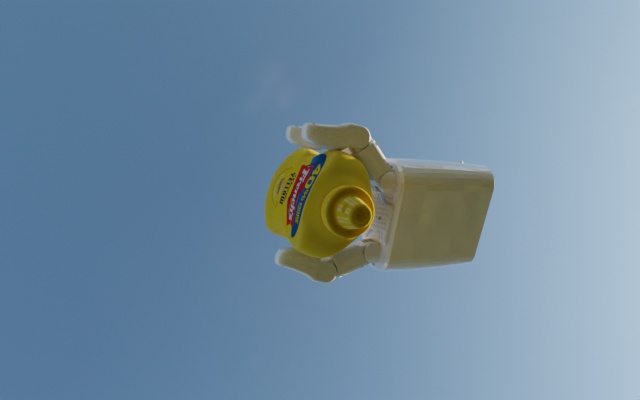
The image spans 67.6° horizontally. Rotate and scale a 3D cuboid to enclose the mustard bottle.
[{"bbox_3d":[0.000,0.001,0.436,0.058,0.096,0.191,24,-2,-20],"label":"mustard bottle"}]
